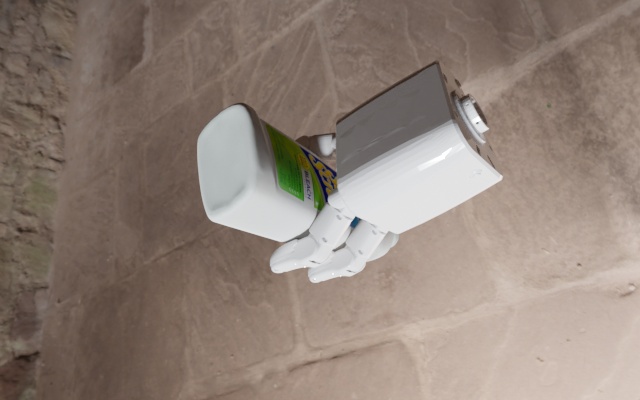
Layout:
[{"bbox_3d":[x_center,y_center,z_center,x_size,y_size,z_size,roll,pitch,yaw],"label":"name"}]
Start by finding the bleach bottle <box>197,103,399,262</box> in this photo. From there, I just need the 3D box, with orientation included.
[{"bbox_3d":[0.000,0.002,0.473,0.068,0.102,0.251,-30,-33,29],"label":"bleach bottle"}]
